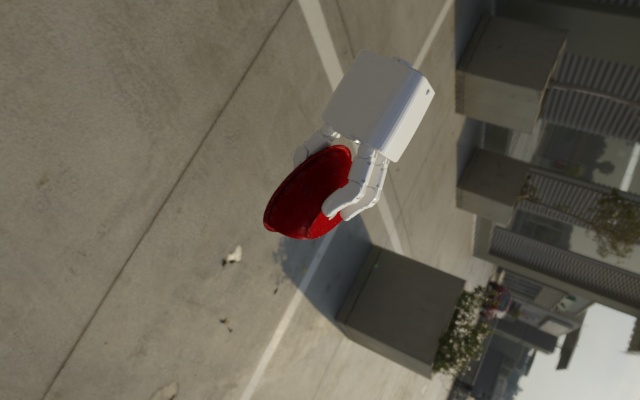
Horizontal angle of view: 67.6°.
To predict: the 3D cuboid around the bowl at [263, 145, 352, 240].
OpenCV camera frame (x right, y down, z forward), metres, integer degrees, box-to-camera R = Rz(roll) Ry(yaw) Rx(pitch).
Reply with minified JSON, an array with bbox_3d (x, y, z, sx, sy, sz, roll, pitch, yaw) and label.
[{"bbox_3d":[0.000,0.003,0.660,0.055,0.162,0.162,46,19,20],"label":"bowl"}]
